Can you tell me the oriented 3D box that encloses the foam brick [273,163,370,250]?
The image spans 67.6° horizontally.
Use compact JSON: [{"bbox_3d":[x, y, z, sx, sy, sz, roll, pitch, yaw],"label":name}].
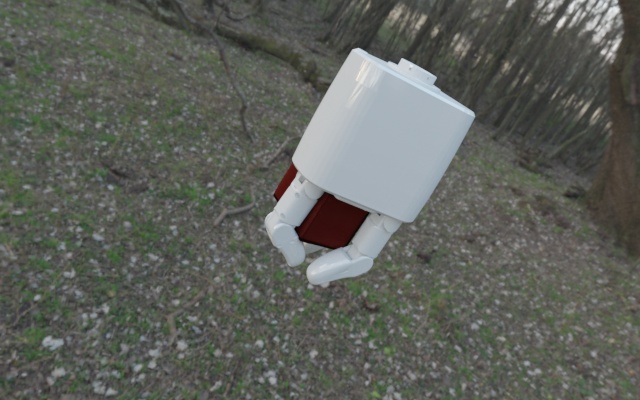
[{"bbox_3d":[0.000,0.001,0.447,0.053,0.051,0.078,18,23,-36],"label":"foam brick"}]
